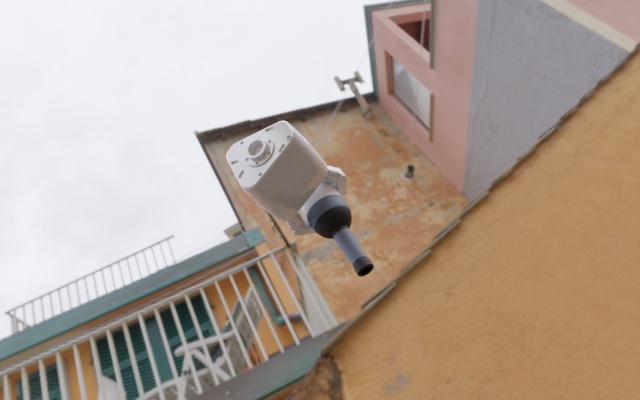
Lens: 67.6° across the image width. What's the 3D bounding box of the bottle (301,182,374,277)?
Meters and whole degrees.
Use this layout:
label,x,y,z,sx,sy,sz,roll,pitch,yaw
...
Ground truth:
label,x,y,z,sx,sy,sz,roll,pitch,yaw
bottle,0.000,0.002,0.776,0.069,0.069,0.295,0,42,-37
